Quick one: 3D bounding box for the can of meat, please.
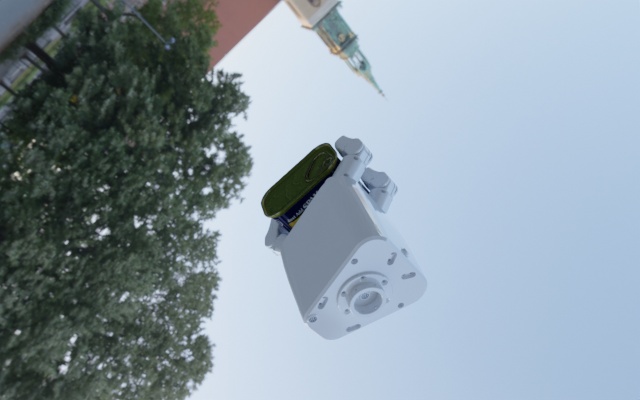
[{"bbox_3d":[0.000,0.002,0.531,0.084,0.102,0.057,45,7,-30],"label":"can of meat"}]
